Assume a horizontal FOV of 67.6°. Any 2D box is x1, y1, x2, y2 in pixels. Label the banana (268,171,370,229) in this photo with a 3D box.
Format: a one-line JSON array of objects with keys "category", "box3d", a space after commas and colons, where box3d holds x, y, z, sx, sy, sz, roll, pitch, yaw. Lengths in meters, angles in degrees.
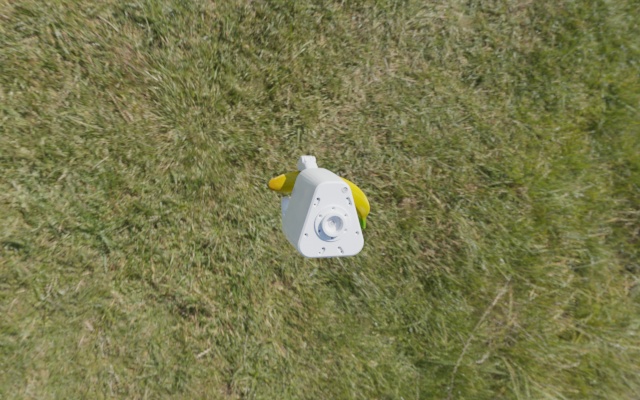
[{"category": "banana", "box3d": [0.011, -0.013, 0.814, 0.198, 0.069, 0.037, 24, 7, -20]}]
